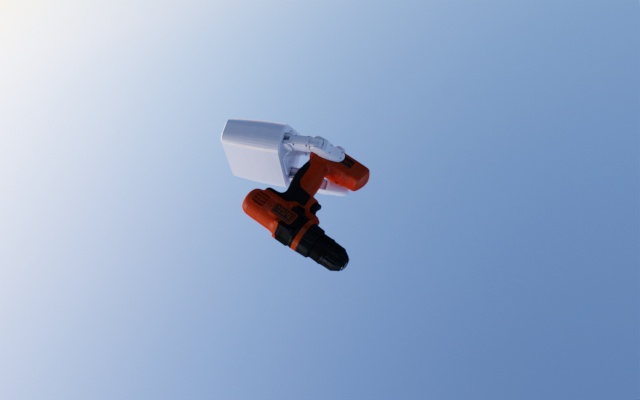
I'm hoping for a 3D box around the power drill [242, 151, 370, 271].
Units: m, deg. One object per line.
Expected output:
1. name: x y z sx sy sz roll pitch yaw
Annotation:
1. power drill: 0.000 0.002 0.749 0.184 0.187 0.057 35 -36 10
